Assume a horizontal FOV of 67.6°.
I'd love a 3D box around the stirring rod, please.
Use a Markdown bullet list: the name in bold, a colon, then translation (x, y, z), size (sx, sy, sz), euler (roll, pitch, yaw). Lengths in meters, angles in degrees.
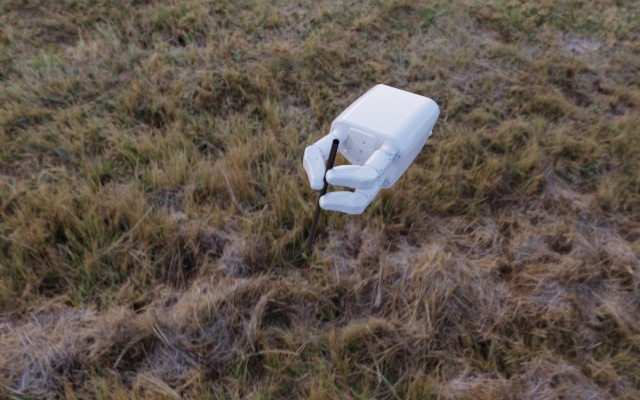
- **stirring rod**: translation (0.000, 0.002, 0.627), size (0.011, 0.011, 0.240), euler (0, -34, -10)
